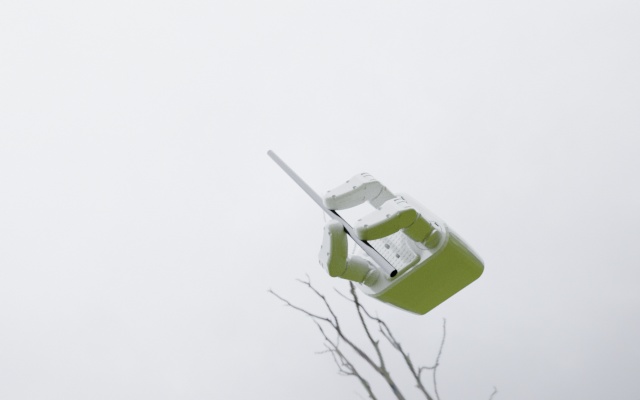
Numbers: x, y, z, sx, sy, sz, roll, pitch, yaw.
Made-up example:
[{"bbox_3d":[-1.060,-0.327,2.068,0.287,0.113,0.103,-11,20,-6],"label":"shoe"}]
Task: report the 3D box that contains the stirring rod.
[{"bbox_3d":[0.000,0.002,0.474,0.011,0.011,0.239,0,29,-34],"label":"stirring rod"}]
